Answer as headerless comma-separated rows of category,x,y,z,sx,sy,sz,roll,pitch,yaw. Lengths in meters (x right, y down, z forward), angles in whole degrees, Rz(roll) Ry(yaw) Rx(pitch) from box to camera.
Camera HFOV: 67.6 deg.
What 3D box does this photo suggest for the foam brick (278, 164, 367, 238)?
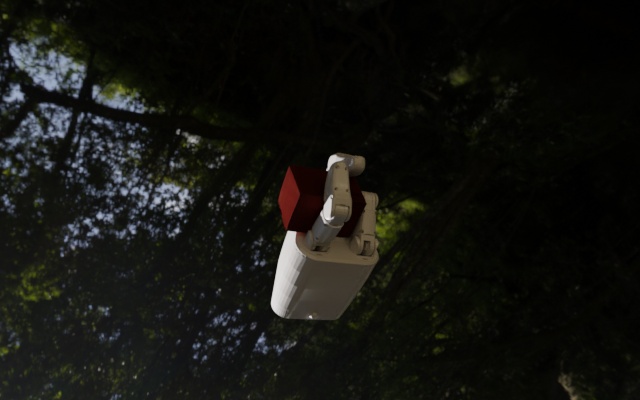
foam brick,0.000,0.002,0.511,0.078,0.051,0.053,9,37,-23
